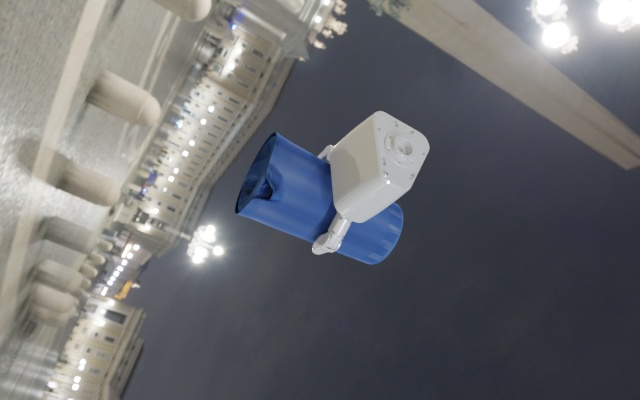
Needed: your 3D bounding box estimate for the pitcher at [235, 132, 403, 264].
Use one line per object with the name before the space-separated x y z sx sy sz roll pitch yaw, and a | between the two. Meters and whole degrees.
pitcher | 0.000 0.002 0.744 0.243 0.149 0.145 26 -34 -18
